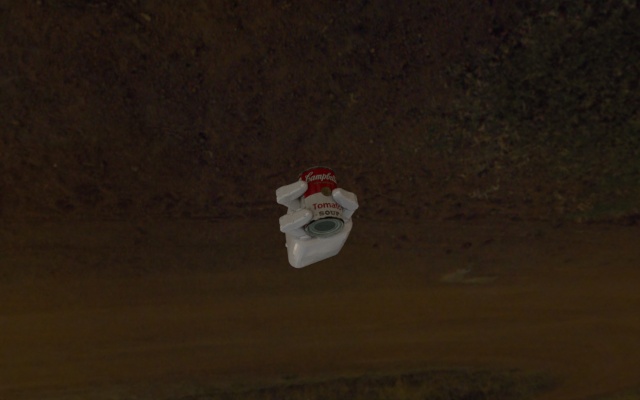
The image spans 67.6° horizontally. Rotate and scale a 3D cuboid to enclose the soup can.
[{"bbox_3d":[0.000,0.003,0.810,0.068,0.102,0.068,-7,-30,-4],"label":"soup can"}]
